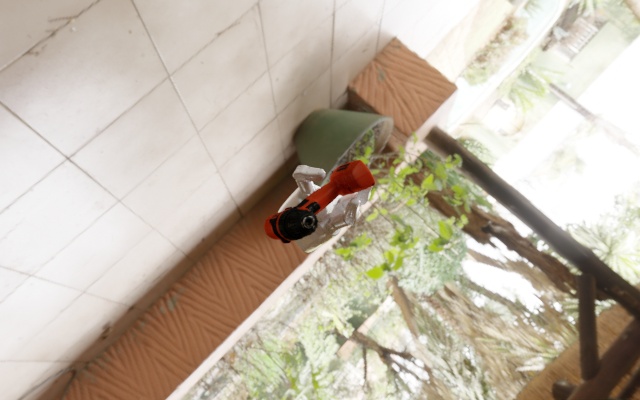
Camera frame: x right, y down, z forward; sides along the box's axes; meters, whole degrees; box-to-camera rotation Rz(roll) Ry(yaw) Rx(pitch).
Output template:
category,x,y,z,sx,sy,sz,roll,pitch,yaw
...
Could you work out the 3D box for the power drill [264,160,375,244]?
category,x,y,z,sx,sy,sz,roll,pitch,yaw
power drill,0.000,0.002,0.808,0.187,0.057,0.184,-34,9,-21
